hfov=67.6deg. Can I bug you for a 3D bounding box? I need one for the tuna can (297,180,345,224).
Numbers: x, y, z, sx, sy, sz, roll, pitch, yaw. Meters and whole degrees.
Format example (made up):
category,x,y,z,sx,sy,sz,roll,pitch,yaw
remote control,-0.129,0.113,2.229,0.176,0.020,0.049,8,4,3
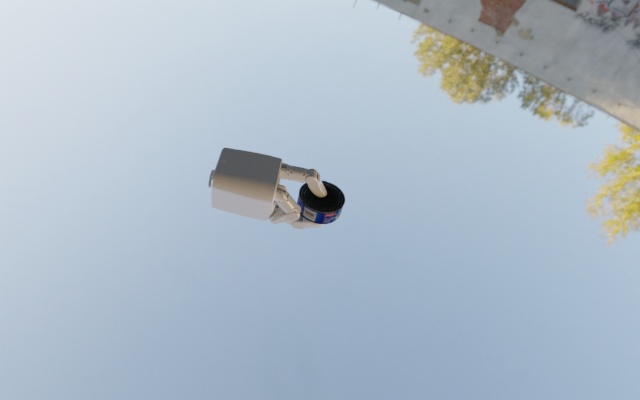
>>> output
category,x,y,z,sx,sy,sz,roll,pitch,yaw
tuna can,0.000,0.003,0.878,0.086,0.034,0.086,8,43,-8
